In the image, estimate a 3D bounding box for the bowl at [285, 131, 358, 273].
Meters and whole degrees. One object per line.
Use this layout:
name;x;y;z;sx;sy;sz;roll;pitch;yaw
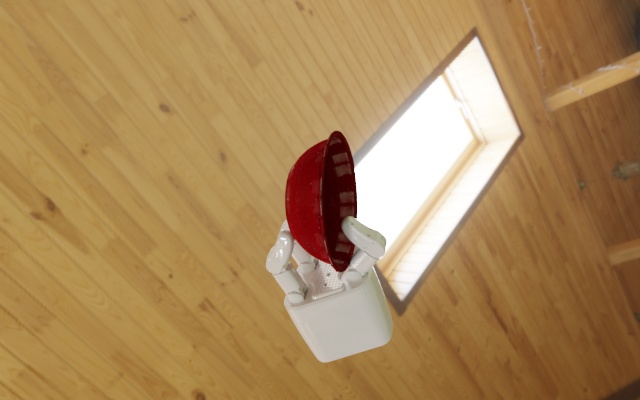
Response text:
bowl;0.000;0.001;0.554;0.055;0.162;0.162;-1;0;17
